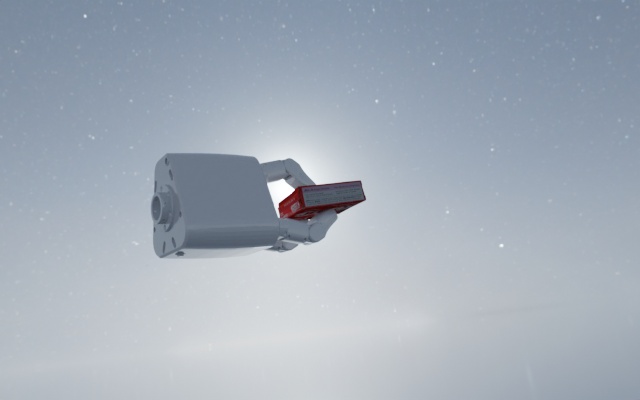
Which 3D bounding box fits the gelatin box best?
[{"bbox_3d":[0.000,0.001,0.597,0.089,0.030,0.073,-8,-12,-27],"label":"gelatin box"}]
